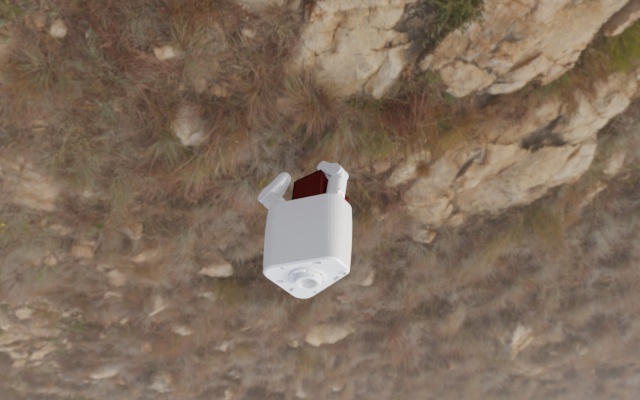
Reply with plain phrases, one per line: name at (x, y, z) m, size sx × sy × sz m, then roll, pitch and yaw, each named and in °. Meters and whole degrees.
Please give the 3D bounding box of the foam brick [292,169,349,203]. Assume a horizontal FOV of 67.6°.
foam brick at (0.000, 0.002, 0.717) m, size 0.053 × 0.051 × 0.078 m, roll -23°, pitch -47°, yaw 28°
